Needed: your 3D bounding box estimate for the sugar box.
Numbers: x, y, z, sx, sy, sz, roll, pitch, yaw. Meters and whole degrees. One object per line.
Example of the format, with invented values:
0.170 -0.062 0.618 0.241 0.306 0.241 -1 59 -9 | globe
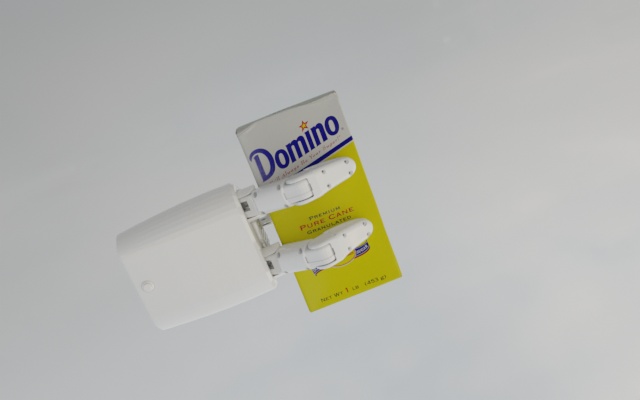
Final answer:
0.000 0.002 0.427 0.093 0.176 0.048 -22 14 -1 | sugar box
